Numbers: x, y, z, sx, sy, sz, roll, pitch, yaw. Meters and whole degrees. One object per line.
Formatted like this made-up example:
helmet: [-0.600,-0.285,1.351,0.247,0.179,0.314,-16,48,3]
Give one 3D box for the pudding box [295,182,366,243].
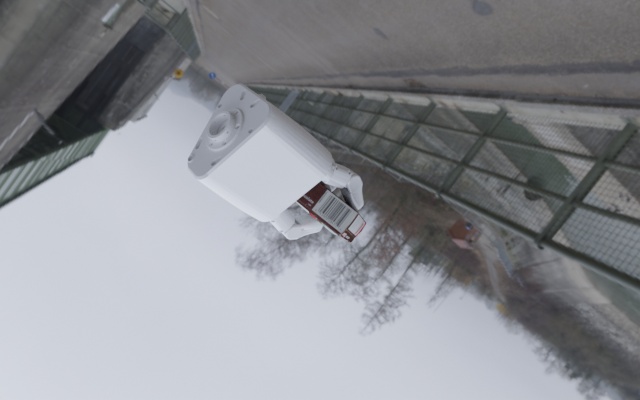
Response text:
pudding box: [0.000,0.002,0.597,0.113,0.039,0.090,40,0,15]
